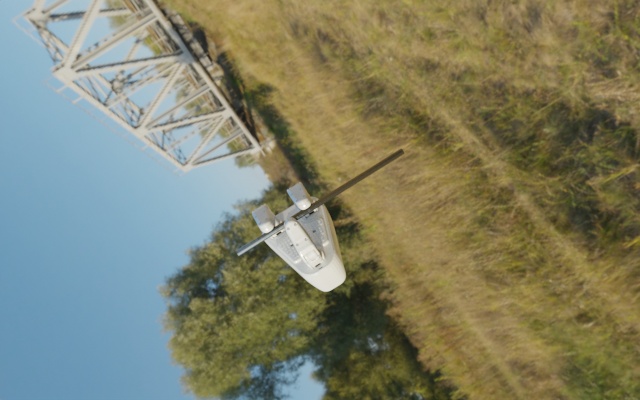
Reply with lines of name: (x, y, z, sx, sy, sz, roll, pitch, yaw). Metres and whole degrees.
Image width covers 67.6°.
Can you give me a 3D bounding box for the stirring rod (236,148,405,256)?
stirring rod: (0.000, 0.002, 0.591, 0.239, 0.011, 0.011, -32, 1, -1)
